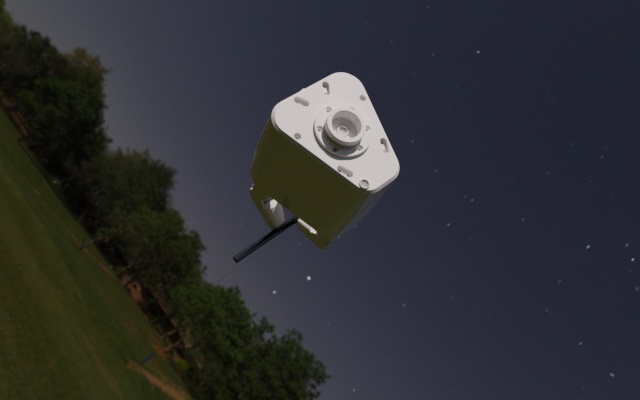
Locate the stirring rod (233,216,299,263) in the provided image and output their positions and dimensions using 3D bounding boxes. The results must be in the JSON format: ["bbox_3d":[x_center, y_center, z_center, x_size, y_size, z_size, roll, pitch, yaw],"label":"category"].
[{"bbox_3d":[0.000,0.002,0.554,0.239,0.011,0.011,-34,16,-25],"label":"stirring rod"}]
